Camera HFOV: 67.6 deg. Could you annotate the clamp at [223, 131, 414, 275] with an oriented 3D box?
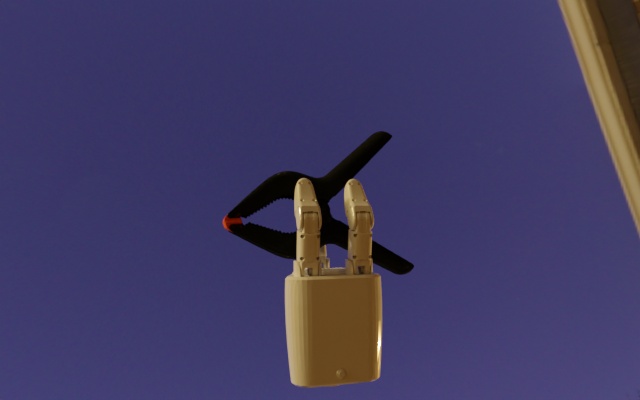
[{"bbox_3d":[-0.001,0.002,0.524,0.210,0.164,0.036,0,-9,-15],"label":"clamp"}]
